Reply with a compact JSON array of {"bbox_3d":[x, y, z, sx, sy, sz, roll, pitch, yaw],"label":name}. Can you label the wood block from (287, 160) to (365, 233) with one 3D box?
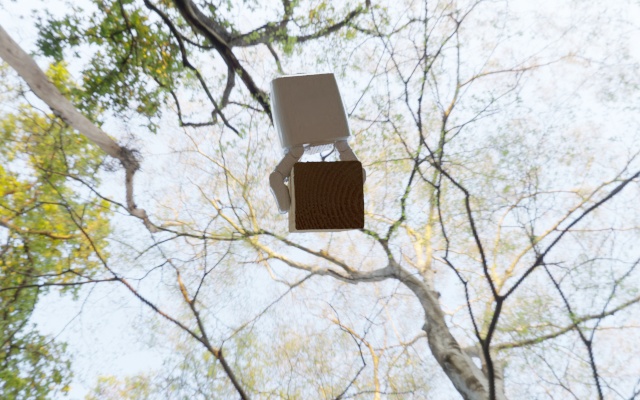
[{"bbox_3d":[0.000,0.002,0.704,0.091,0.090,0.206,-2,-4,-6],"label":"wood block"}]
